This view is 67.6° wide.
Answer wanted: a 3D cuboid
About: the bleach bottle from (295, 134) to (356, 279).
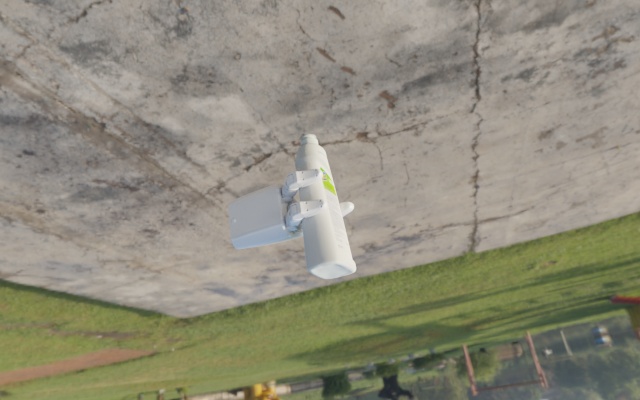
[{"bbox_3d":[0.000,0.003,0.831,0.068,0.250,0.103,-16,-24,16],"label":"bleach bottle"}]
